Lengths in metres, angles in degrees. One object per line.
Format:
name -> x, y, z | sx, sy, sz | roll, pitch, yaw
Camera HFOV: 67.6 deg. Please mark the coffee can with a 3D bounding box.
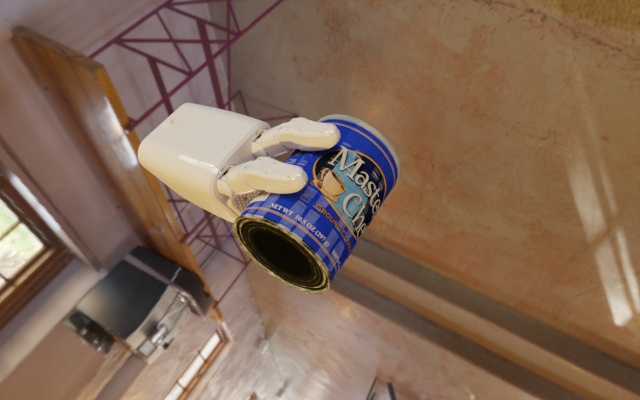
coffee can -> 0.000, 0.001, 0.453 | 0.103, 0.103, 0.140 | 0, 44, 46
